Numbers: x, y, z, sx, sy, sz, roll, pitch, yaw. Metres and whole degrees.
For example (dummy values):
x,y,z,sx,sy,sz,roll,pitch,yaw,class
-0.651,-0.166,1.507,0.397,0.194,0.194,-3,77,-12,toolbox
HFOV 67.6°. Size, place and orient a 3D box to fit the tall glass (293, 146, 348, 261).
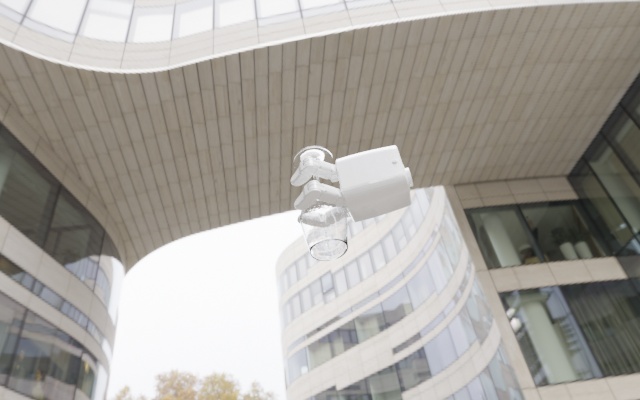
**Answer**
x,y,z,sx,sy,sz,roll,pitch,yaw,class
0.000,0.002,0.816,0.079,0.200,0.079,-6,-39,-5,tall glass
